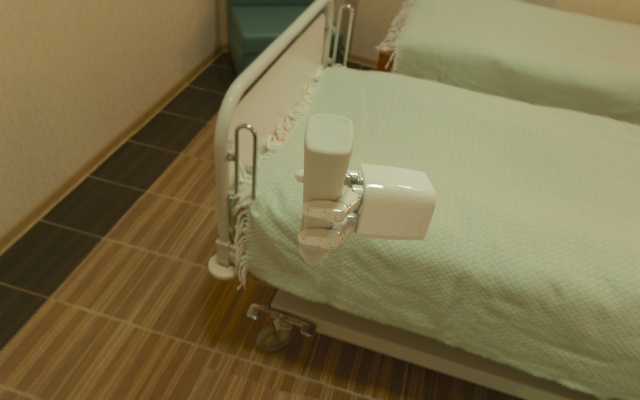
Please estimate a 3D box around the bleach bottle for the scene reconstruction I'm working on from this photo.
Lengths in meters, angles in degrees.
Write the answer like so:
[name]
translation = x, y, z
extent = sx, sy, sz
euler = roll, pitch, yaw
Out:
[bleach bottle]
translation = 0.000, 0.002, 0.727
extent = 0.068, 0.251, 0.102
euler = 7, 41, -1
